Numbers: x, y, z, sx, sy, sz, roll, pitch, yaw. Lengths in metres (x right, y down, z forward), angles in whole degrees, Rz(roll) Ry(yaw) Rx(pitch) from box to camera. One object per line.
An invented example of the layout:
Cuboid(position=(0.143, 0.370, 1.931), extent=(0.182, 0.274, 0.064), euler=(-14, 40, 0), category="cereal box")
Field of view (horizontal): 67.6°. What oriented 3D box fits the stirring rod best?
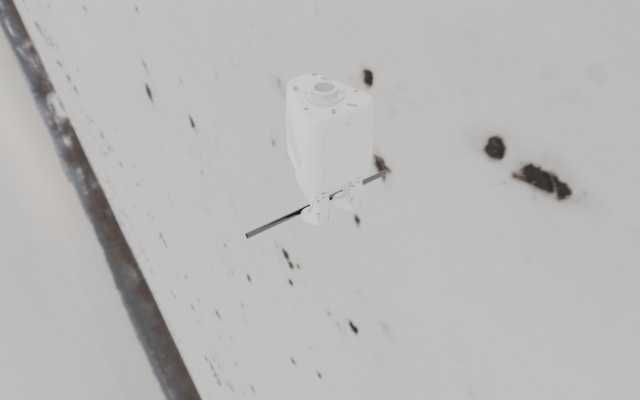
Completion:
Cuboid(position=(0.000, 0.002, 0.693), extent=(0.239, 0.011, 0.011), euler=(-25, 11, -24), category="stirring rod")
